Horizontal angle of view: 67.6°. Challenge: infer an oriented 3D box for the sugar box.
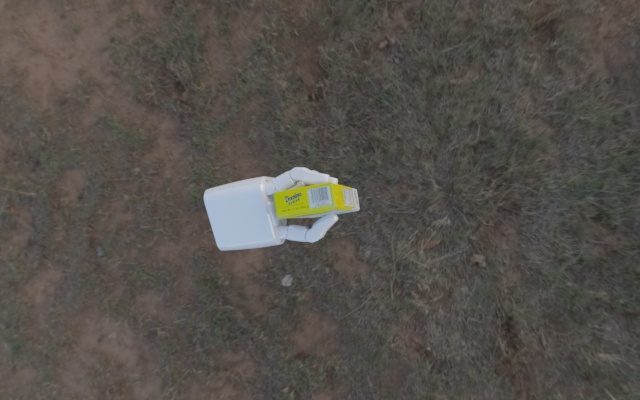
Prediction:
[{"bbox_3d":[0.000,0.002,0.768,0.093,0.048,0.176,-9,-2,15],"label":"sugar box"}]
